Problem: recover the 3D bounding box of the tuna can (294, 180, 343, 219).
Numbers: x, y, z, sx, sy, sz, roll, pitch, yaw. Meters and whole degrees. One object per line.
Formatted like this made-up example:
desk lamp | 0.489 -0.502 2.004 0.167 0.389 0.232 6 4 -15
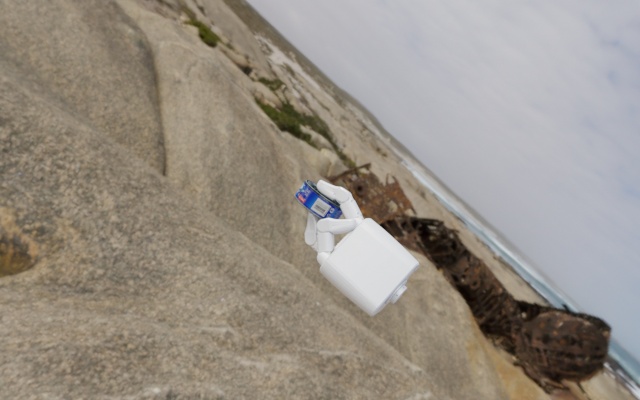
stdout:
tuna can | 0.000 0.002 0.800 0.086 0.034 0.086 34 9 -6
